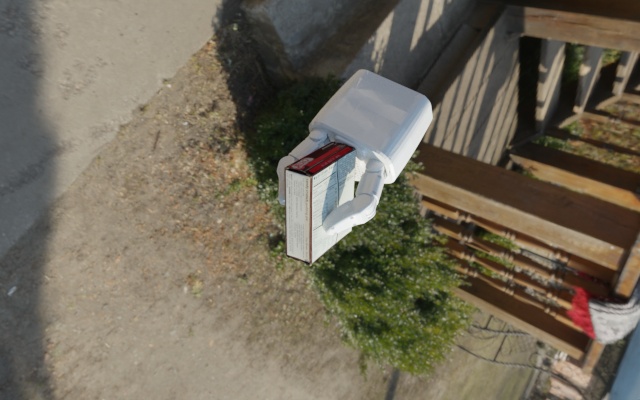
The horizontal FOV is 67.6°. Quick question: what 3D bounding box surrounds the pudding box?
[{"bbox_3d":[0.000,0.002,0.527,0.039,0.113,0.090,18,32,30],"label":"pudding box"}]
